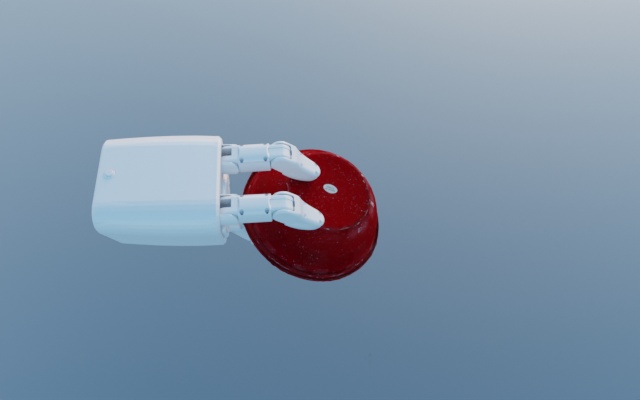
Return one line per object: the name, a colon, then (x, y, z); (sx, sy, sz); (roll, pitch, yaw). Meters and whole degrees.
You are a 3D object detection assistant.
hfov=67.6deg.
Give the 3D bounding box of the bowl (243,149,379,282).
bowl: (0.001, 0.001, 0.512); (0.162, 0.162, 0.055); (0, -28, -22)
